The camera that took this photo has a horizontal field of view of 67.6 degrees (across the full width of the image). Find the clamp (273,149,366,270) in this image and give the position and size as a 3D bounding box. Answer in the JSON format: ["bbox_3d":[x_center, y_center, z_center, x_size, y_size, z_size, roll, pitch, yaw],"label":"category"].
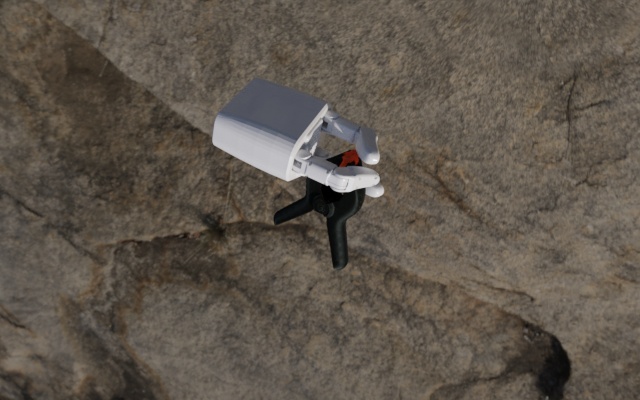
[{"bbox_3d":[0.000,0.002,0.614,0.120,0.172,0.039,25,34,13],"label":"clamp"}]
